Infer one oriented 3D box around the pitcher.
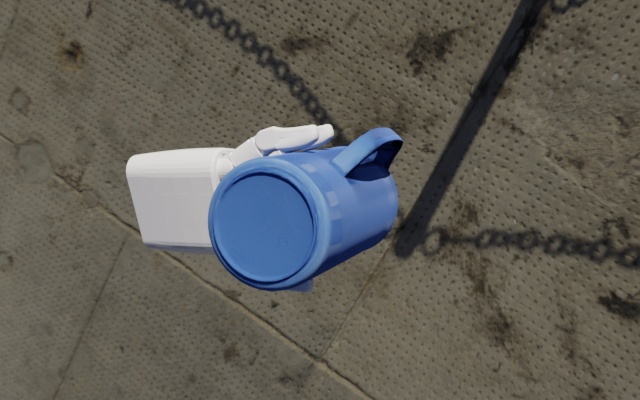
[{"bbox_3d":[0.000,0.002,0.480,0.145,0.149,0.243,0,5,18],"label":"pitcher"}]
